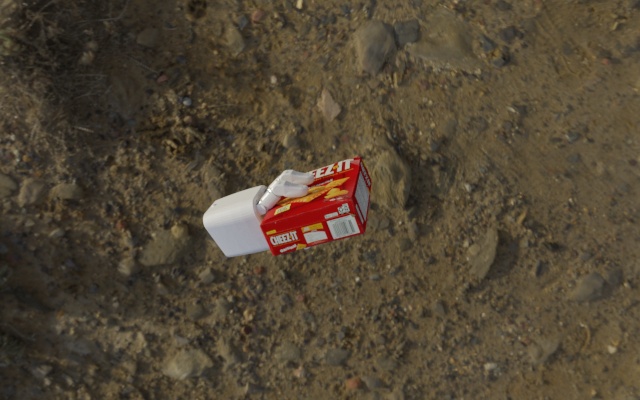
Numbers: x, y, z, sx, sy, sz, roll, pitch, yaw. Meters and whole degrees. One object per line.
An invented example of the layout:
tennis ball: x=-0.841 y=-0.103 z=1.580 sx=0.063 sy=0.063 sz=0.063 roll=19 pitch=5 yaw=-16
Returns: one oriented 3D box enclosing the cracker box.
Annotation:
cracker box: x=0.000 y=0.003 z=0.856 sx=0.164 sy=0.072 sz=0.213 roll=-16 pitch=21 yaw=16
